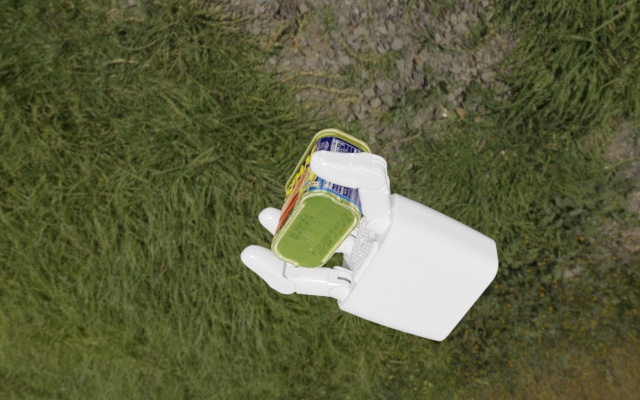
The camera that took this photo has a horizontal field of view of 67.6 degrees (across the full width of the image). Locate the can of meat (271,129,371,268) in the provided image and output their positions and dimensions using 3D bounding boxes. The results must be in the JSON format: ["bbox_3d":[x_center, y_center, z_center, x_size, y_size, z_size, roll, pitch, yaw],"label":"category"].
[{"bbox_3d":[0.000,0.002,0.431,0.057,0.084,0.102,24,-47,-12],"label":"can of meat"}]
